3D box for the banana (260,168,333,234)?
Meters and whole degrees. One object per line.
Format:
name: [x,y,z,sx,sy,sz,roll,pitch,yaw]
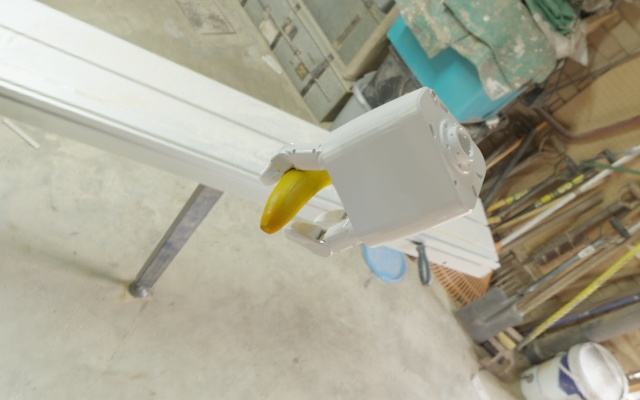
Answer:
banana: [-0.001,-0.017,0.518,0.037,0.069,0.198,-4,7,32]
